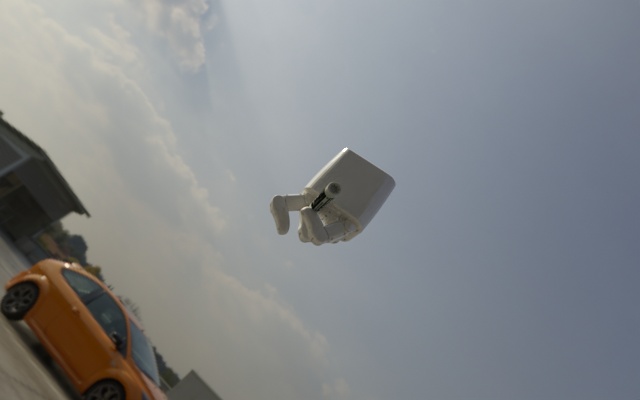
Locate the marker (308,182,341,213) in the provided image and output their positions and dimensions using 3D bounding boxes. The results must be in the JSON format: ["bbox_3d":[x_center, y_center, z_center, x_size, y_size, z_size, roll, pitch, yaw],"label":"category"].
[{"bbox_3d":[0.000,0.002,0.693,0.020,0.020,0.121,0,-18,-19],"label":"marker"}]
